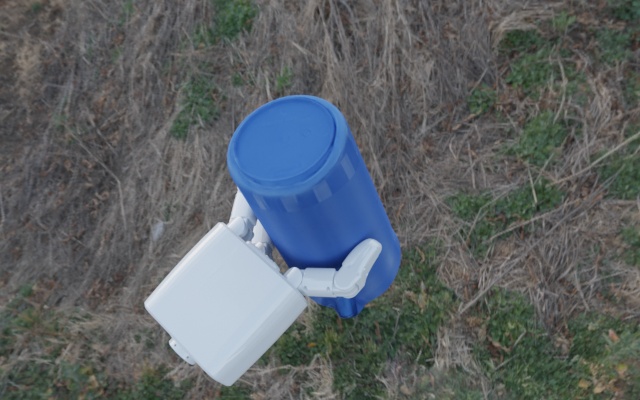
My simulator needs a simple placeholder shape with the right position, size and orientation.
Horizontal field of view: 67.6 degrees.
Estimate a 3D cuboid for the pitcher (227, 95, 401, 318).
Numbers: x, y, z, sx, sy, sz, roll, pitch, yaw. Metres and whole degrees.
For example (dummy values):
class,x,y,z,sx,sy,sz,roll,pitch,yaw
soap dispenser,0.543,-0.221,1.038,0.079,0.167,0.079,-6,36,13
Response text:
class,x,y,z,sx,sy,sz,roll,pitch,yaw
pitcher,0.000,0.002,0.497,0.149,0.145,0.243,34,-16,32
